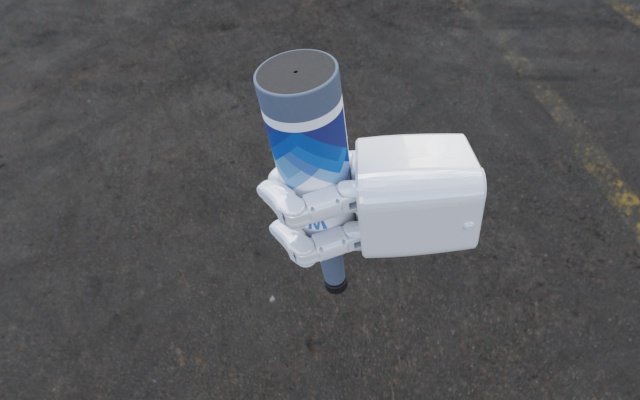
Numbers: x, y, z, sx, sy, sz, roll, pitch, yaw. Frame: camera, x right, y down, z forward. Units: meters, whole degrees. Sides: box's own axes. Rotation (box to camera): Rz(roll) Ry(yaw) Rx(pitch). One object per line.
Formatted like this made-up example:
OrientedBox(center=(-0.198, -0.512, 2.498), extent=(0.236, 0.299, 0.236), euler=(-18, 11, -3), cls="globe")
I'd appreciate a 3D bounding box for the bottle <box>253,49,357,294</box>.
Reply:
OrientedBox(center=(0.000, 0.001, 0.470), extent=(0.069, 0.069, 0.296), euler=(0, -43, 10), cls="bottle")
